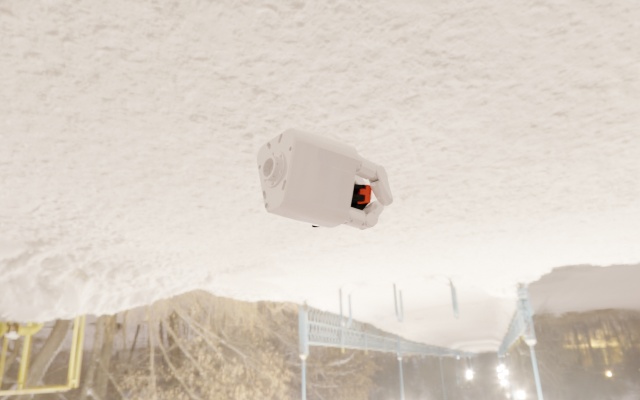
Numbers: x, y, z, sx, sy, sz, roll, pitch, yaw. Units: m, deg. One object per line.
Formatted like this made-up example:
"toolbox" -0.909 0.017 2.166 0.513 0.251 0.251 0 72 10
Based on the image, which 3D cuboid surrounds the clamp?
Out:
"clamp" 0.000 0.003 0.741 0.120 0.039 0.171 15 -25 -36
